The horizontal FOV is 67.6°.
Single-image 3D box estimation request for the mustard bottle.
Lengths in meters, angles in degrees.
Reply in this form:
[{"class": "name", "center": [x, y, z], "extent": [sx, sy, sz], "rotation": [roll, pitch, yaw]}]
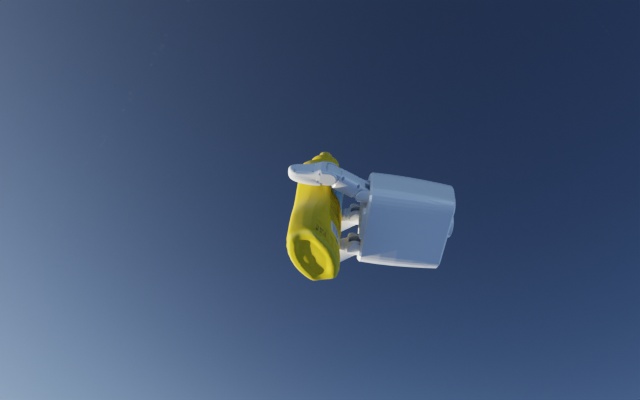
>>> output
[{"class": "mustard bottle", "center": [0.000, 0.002, 0.628], "extent": [0.058, 0.191, 0.096], "rotation": [-10, -48, 17]}]
